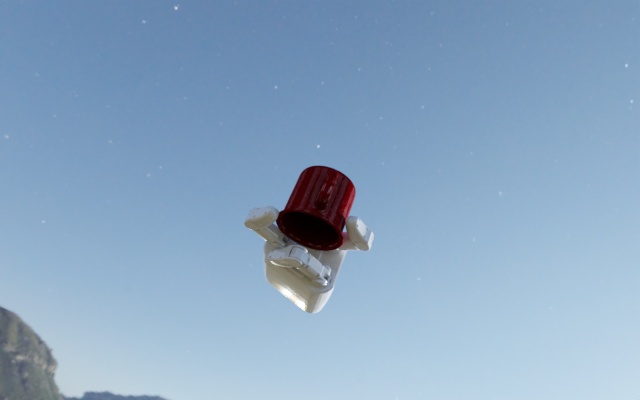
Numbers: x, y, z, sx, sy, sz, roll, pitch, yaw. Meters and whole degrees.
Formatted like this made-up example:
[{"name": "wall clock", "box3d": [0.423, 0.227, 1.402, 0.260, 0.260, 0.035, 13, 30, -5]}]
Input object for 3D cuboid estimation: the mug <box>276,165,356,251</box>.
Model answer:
[{"name": "mug", "box3d": [0.000, 0.001, 0.623, 0.093, 0.081, 0.117, 21, -32, 2]}]
